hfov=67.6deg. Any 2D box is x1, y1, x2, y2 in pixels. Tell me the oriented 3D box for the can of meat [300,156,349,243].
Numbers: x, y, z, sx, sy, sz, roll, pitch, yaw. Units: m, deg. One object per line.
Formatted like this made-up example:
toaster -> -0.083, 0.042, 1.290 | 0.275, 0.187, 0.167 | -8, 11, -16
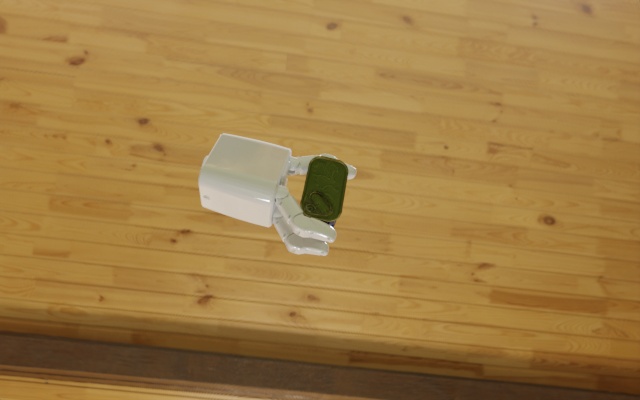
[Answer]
can of meat -> 0.000, 0.002, 0.688 | 0.057, 0.102, 0.084 | 12, -31, -3
